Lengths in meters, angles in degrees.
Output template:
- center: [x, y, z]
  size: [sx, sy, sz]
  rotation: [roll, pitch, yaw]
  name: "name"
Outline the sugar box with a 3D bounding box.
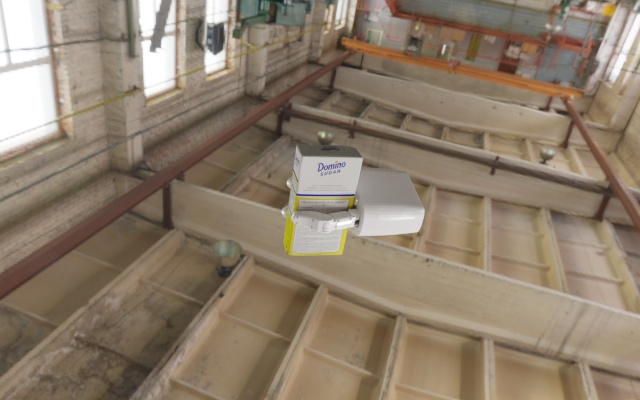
- center: [0.000, 0.002, 0.726]
  size: [0.093, 0.176, 0.048]
  rotation: [1, 30, -17]
  name: "sugar box"
